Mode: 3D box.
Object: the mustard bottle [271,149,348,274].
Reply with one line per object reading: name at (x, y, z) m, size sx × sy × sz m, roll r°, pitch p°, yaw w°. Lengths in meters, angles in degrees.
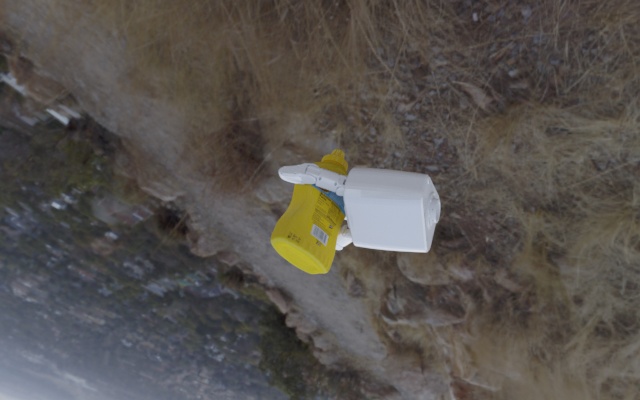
mustard bottle at (0.000, 0.002, 0.692) m, size 0.058 × 0.191 × 0.096 m, roll -13°, pitch -44°, yaw 44°
